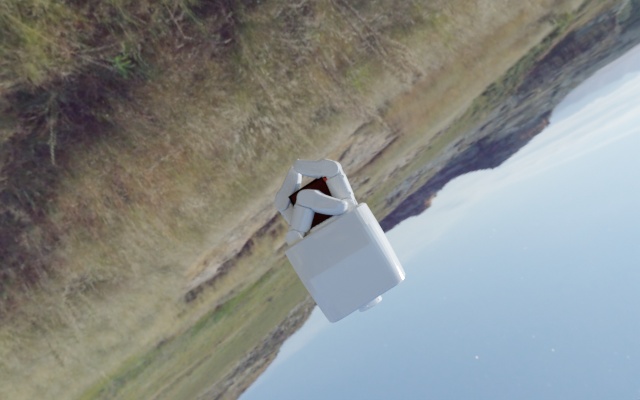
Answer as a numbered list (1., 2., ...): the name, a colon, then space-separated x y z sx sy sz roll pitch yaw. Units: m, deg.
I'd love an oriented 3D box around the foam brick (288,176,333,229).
1. foam brick: 0.000 0.002 0.635 0.053 0.051 0.078 -32 -4 13
